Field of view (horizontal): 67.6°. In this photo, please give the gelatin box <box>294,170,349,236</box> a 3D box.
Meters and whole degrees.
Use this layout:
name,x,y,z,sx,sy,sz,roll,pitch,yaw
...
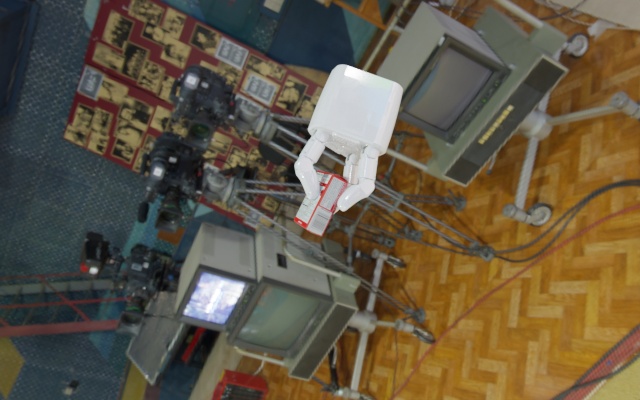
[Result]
name,x,y,z,sx,sy,sz,roll,pitch,yaw
gelatin box,0.000,0.002,0.698,0.030,0.089,0.073,27,-2,-18
